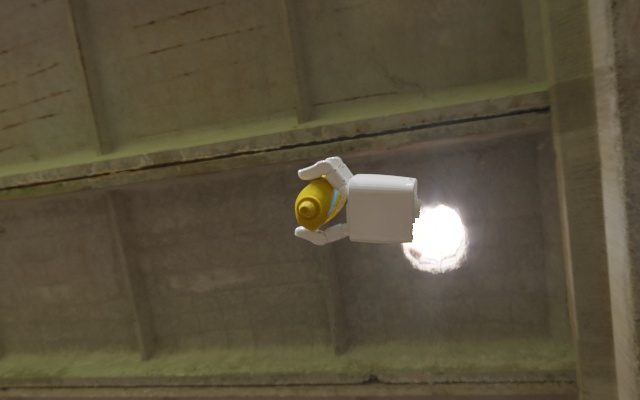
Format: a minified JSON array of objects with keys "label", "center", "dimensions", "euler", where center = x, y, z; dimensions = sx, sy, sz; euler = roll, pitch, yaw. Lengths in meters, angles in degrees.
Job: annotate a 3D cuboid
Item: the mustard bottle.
[{"label":"mustard bottle","center":[0.000,0.003,0.827],"dimensions":[0.058,0.096,0.191],"euler":[27,15,9]}]
